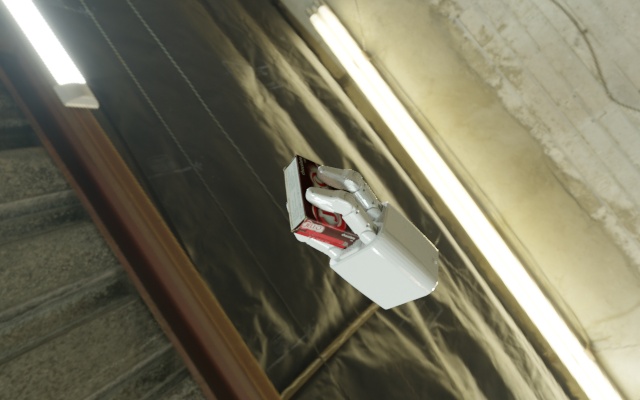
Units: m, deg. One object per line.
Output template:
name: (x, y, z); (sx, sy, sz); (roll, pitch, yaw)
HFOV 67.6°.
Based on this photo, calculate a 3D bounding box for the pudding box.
pudding box: (0.000, 0.002, 0.635); (0.090, 0.113, 0.039); (22, -51, -34)
